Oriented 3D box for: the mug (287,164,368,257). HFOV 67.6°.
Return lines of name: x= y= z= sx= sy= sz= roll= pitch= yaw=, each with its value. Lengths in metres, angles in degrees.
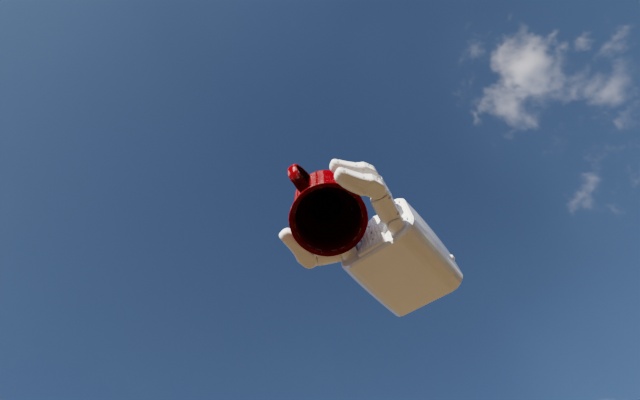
mug: x=-0.001 y=0.001 z=0.590 sx=0.093 sy=0.117 sz=0.081 roll=-40 pitch=16 yaw=11
